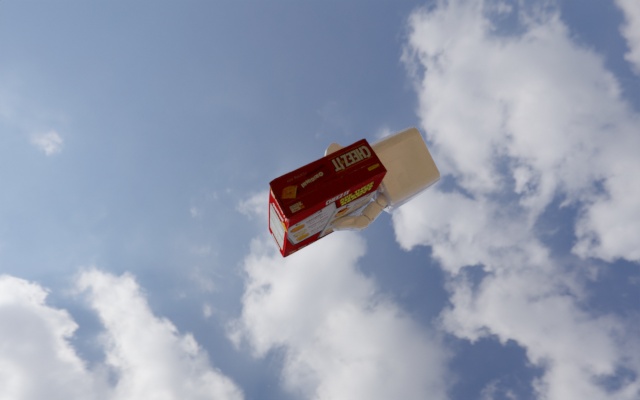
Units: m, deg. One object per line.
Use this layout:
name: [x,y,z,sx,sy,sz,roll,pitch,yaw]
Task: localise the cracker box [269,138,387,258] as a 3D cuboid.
cracker box: [0.000,0.003,0.769,0.164,0.072,0.214,-27,-16,-15]
